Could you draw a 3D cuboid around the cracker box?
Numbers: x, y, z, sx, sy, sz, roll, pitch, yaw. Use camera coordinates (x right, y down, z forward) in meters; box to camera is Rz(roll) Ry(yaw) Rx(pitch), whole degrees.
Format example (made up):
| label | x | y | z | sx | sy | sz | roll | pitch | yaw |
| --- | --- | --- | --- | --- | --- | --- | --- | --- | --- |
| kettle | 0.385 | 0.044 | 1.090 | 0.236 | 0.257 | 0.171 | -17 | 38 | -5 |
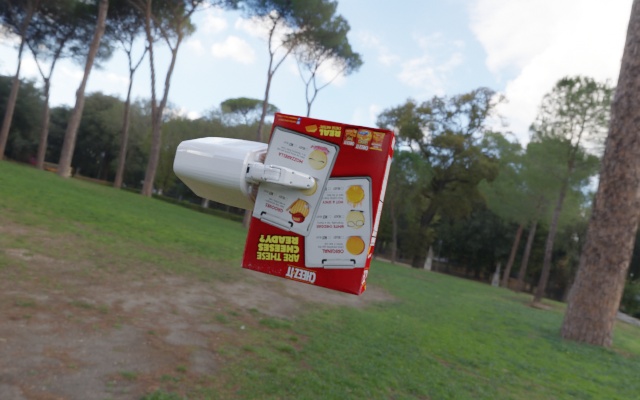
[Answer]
| label | x | y | z | sx | sy | sz | roll | pitch | yaw |
| --- | --- | --- | --- | --- | --- | --- | --- | --- | --- |
| cracker box | 0.000 | 0.002 | 0.643 | 0.164 | 0.213 | 0.072 | 11 | -2 | 14 |
